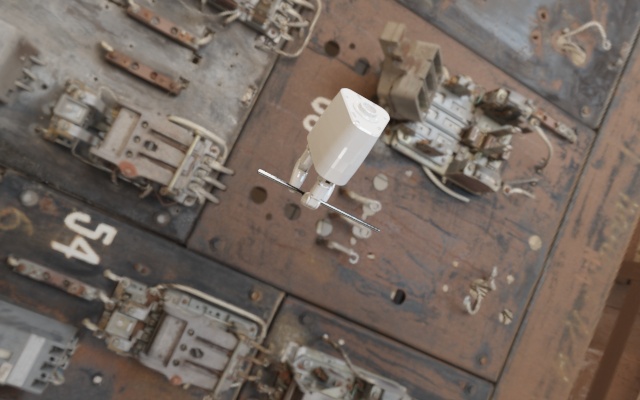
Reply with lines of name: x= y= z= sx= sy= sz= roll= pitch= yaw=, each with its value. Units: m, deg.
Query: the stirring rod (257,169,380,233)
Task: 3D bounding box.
stirring rod: x=0.000 y=0.003 z=0.825 sx=0.239 sy=0.011 sz=0.011 roll=26 pitch=-8 yaw=-15
